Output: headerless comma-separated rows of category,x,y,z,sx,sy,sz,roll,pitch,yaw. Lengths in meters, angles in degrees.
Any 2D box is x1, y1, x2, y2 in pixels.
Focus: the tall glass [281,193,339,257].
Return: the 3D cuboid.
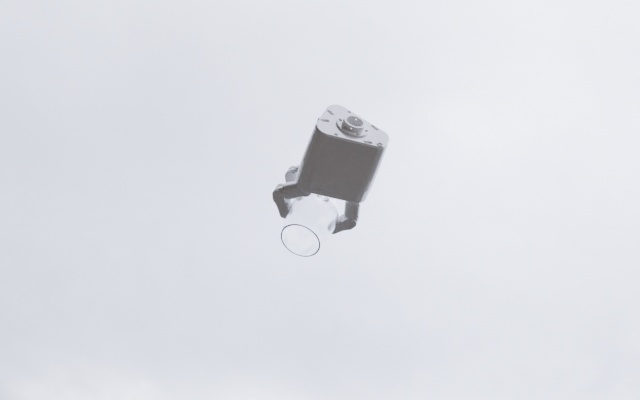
tall glass,0.000,0.002,0.774,0.079,0.079,0.201,0,35,22
